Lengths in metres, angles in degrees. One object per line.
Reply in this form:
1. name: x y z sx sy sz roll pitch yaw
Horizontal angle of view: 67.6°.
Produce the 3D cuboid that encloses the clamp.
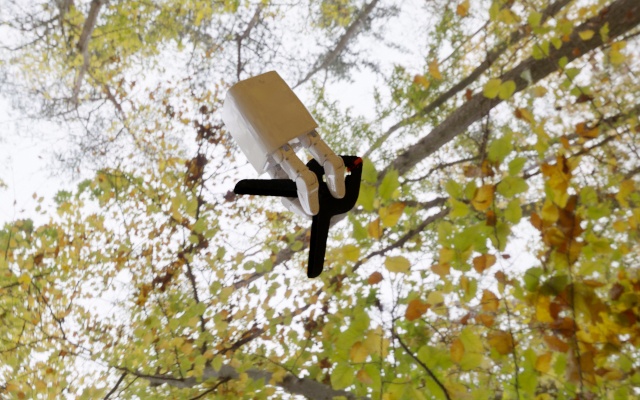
1. clamp: 0.000 0.002 0.687 0.210 0.164 0.036 -32 -5 -37
